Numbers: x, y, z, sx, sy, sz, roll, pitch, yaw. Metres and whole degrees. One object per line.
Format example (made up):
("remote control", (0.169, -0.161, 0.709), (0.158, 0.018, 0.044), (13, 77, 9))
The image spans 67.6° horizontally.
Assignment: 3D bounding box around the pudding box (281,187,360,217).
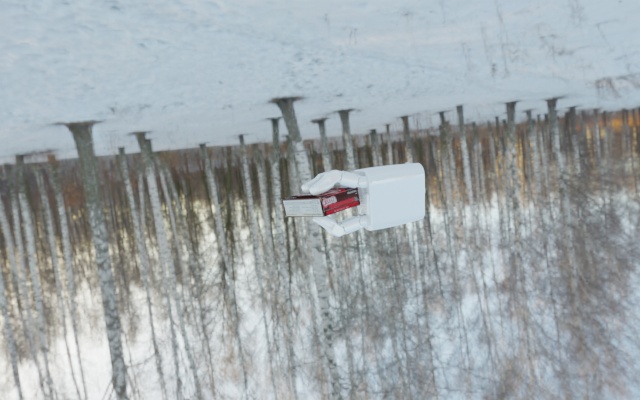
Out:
("pudding box", (0.000, 0.003, 0.846), (0.090, 0.039, 0.113), (-15, 6, -40))
